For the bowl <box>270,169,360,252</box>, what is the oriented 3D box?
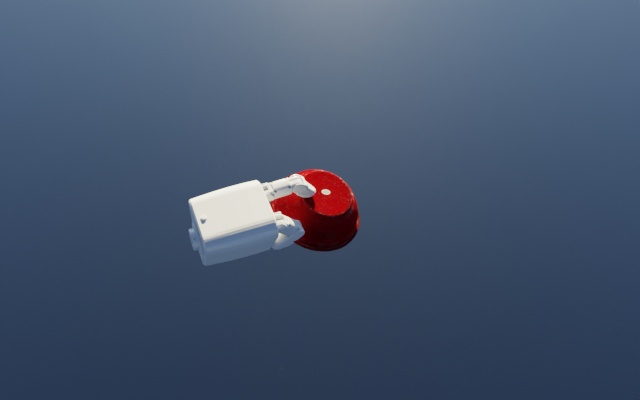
[{"bbox_3d":[0.001,0.002,0.801,0.162,0.162,0.055,0,-34,-23],"label":"bowl"}]
